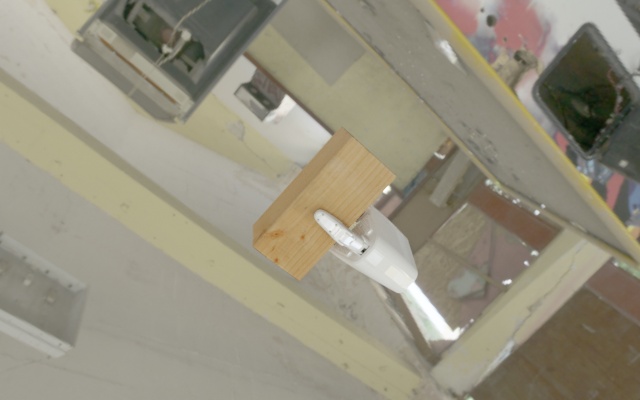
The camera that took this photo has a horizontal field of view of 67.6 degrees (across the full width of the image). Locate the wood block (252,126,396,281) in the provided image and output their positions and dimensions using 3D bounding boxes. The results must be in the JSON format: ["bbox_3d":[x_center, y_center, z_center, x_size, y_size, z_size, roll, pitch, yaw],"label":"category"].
[{"bbox_3d":[0.000,0.003,0.701,0.090,0.206,0.090,39,8,-18],"label":"wood block"}]
